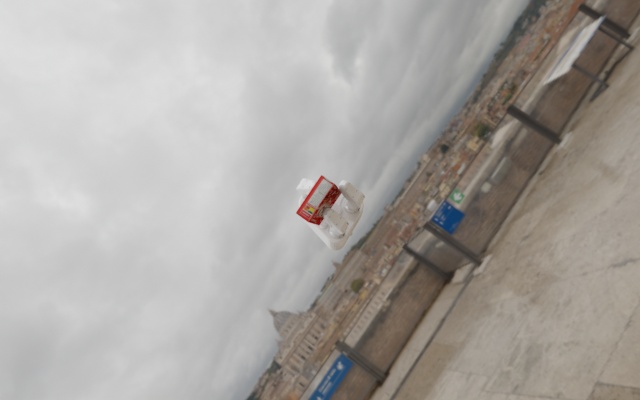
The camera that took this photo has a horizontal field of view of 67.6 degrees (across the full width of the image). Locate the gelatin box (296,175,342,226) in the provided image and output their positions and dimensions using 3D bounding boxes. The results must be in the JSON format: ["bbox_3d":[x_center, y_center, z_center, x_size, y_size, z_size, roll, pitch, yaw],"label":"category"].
[{"bbox_3d":[0.000,0.002,0.779,0.030,0.073,0.089,35,0,13],"label":"gelatin box"}]
